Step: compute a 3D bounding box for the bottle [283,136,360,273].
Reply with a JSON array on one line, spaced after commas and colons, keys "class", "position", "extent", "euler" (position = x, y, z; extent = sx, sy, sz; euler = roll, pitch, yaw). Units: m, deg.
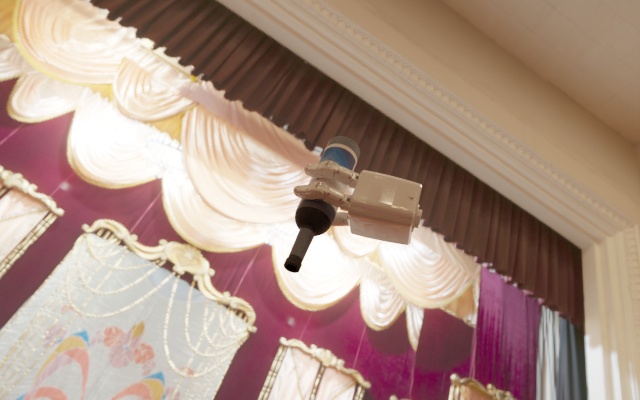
[{"class": "bottle", "position": [0.000, 0.003, 0.840], "extent": [0.069, 0.295, 0.069], "euler": [13, -41, 12]}]
